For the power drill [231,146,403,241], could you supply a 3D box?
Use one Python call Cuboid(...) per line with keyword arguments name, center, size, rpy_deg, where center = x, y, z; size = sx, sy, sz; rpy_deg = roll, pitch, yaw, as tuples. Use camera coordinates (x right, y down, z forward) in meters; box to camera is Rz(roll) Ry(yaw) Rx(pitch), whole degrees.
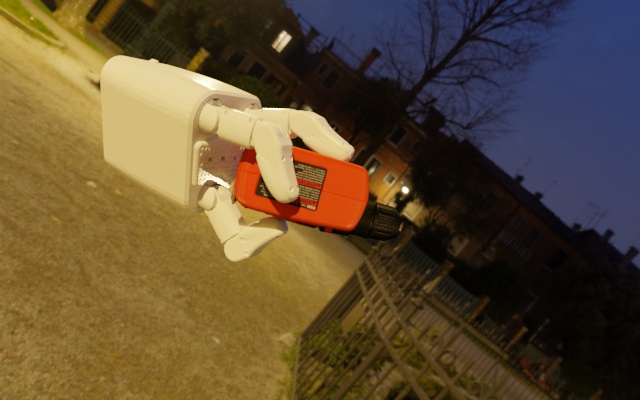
Cuboid(name="power drill", center=(0.000, 0.001, 0.457), size=(0.184, 0.057, 0.188), rpy_deg=(13, -7, 1))
